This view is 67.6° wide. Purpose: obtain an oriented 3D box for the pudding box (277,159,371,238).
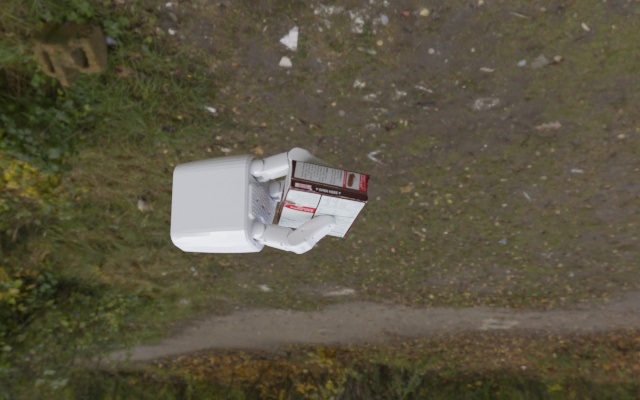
[{"bbox_3d":[0.000,0.002,0.560,0.090,0.039,0.113,10,-25,-8],"label":"pudding box"}]
